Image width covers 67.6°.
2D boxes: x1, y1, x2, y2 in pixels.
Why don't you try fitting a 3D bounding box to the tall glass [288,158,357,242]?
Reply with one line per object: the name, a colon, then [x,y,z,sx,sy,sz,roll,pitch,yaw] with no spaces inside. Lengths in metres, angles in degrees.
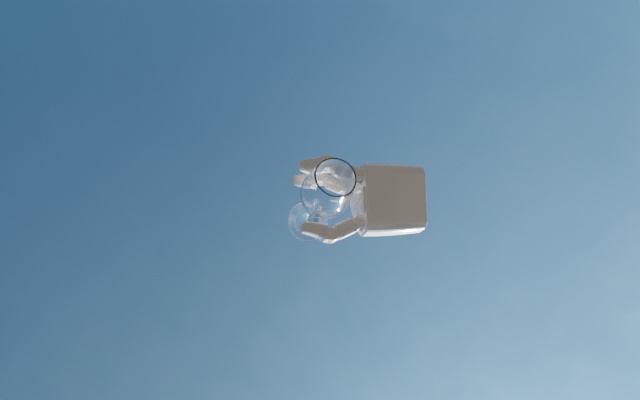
tall glass: [0.000,0.003,0.765,0.079,0.079,0.201,0,-21,-13]
